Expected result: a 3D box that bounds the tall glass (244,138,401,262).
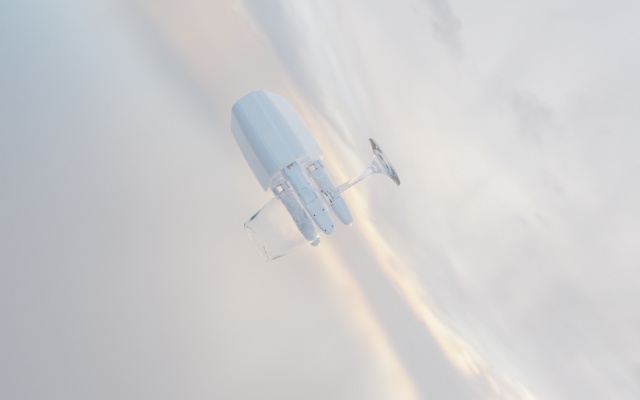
[{"bbox_3d":[0.001,0.002,0.627,0.201,0.079,0.079,-32,0,0],"label":"tall glass"}]
